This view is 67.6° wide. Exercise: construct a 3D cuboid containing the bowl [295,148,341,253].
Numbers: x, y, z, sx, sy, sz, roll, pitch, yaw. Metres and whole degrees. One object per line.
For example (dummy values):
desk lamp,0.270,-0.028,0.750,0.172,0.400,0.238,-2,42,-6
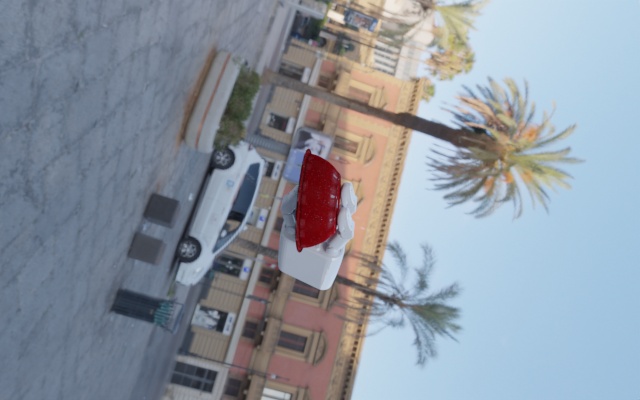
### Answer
bowl,0.001,0.002,0.735,0.055,0.162,0.162,5,0,5
